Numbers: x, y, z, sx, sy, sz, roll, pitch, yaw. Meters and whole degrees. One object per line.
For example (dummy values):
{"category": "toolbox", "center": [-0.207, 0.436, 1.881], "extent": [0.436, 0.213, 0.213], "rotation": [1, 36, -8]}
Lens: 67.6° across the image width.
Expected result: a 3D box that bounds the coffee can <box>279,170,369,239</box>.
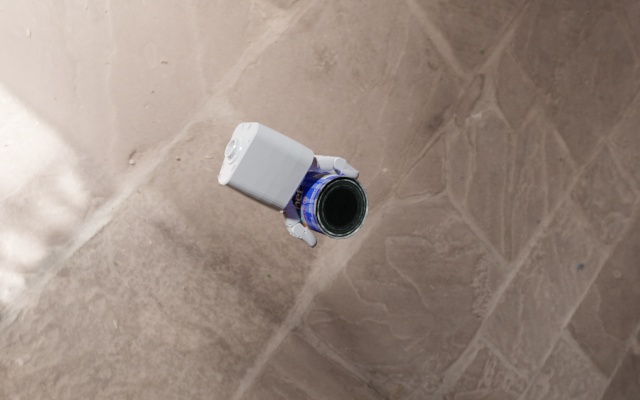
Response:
{"category": "coffee can", "center": [0.000, 0.003, 0.814], "extent": [0.103, 0.103, 0.140], "rotation": [0, 7, -31]}
